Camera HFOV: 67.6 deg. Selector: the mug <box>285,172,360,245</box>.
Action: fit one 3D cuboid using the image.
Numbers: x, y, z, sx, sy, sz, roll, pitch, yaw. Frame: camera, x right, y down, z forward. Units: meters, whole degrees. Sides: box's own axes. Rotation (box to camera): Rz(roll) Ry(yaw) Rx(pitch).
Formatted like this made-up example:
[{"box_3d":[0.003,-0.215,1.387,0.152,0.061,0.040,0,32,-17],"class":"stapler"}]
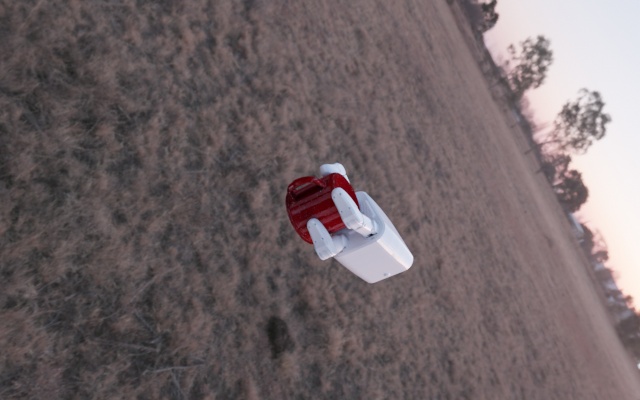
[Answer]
[{"box_3d":[-0.001,0.001,0.710,0.081,0.093,0.117,-25,-48,23],"class":"mug"}]
